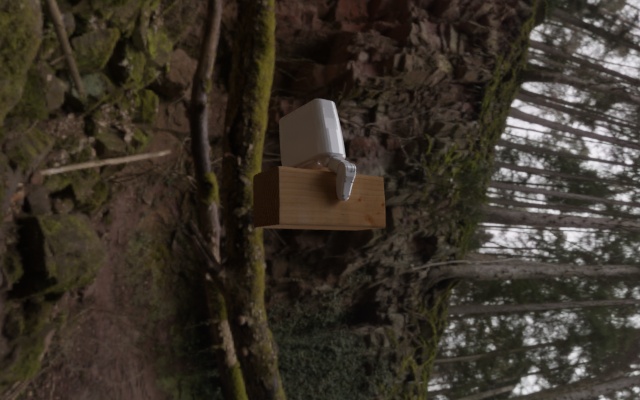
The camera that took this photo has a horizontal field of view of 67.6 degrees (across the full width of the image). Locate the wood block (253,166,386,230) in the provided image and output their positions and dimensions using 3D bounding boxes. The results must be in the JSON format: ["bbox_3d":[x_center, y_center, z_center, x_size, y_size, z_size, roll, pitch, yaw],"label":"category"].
[{"bbox_3d":[0.000,0.002,0.797,0.206,0.090,0.091,3,-9,-33],"label":"wood block"}]
